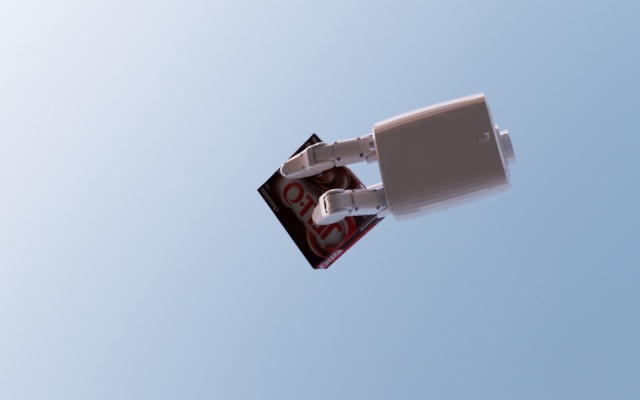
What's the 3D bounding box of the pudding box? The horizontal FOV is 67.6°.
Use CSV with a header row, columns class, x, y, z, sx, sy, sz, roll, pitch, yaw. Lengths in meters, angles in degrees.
class,x,y,z,sx,sy,sz,roll,pitch,yaw
pudding box,0.000,0.002,0.497,0.090,0.113,0.039,-43,-25,12
